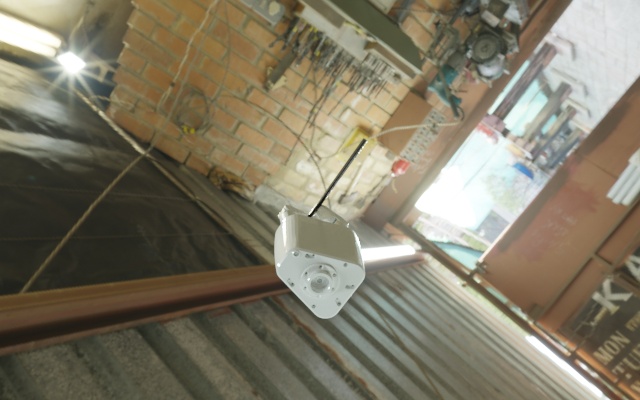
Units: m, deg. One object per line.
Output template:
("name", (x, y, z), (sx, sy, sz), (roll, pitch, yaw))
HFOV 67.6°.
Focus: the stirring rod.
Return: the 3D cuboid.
("stirring rod", (0.000, 0.002, 0.753), (0.011, 0.239, 0.011), (33, 15, -10))
